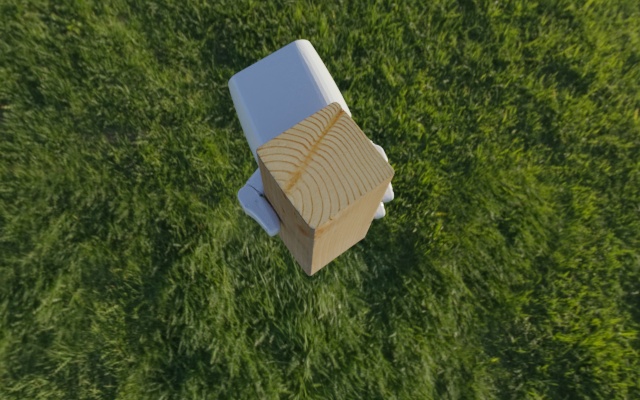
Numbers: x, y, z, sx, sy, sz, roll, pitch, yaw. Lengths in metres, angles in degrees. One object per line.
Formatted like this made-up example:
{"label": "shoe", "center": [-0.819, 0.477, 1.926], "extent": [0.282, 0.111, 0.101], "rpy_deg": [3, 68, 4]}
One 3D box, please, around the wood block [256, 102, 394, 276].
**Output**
{"label": "wood block", "center": [0.000, 0.001, 0.505], "extent": [0.091, 0.090, 0.206], "rpy_deg": [-33, -15, -13]}
